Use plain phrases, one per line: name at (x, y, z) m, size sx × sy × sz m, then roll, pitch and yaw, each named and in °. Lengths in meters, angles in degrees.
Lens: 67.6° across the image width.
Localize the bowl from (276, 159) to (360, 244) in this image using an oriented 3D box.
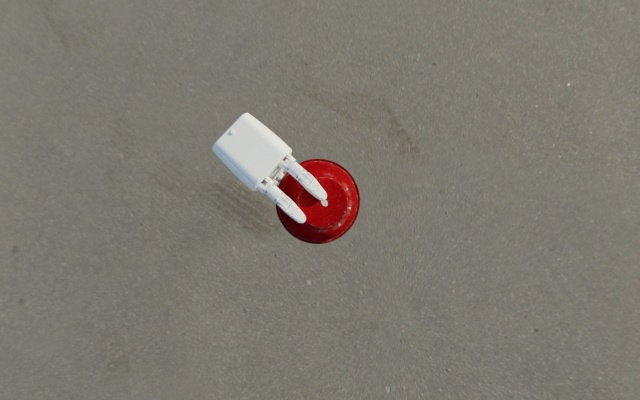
bowl at (0.001, 0.004, 0.874) m, size 0.162 × 0.162 × 0.055 m, roll 0°, pitch 2°, yaw -10°
